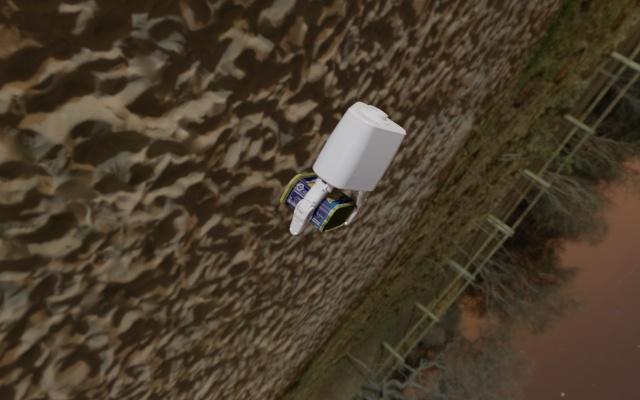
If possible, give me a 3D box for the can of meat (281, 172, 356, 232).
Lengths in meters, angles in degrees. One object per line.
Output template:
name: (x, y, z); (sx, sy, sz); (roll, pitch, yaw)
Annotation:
can of meat: (0.000, 0.003, 0.760); (0.084, 0.057, 0.102); (37, 20, 18)
